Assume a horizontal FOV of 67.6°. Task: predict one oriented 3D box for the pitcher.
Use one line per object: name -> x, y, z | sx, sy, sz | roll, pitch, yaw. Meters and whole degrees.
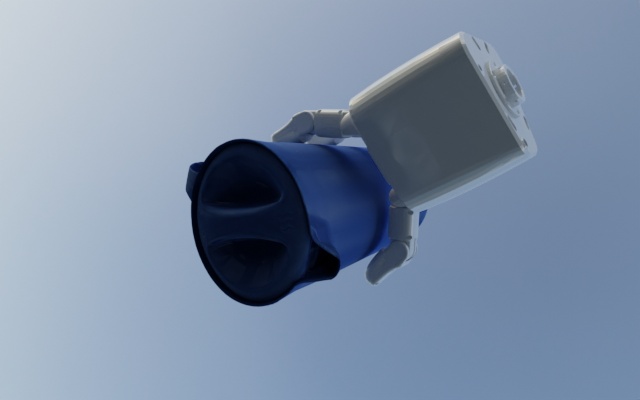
pitcher -> 0.000, 0.002, 0.470 | 0.145, 0.149, 0.243 | -28, -11, 36
